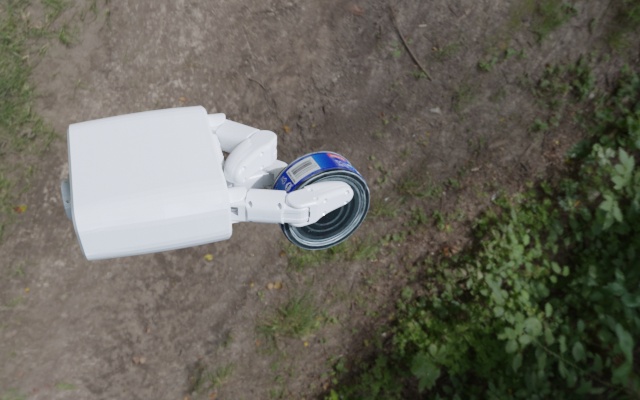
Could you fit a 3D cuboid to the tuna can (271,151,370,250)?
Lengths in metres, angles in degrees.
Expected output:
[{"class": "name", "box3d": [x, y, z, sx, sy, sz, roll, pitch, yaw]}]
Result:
[{"class": "tuna can", "box3d": [0.000, 0.002, 0.423, 0.086, 0.086, 0.033, 0, 32, -28]}]
